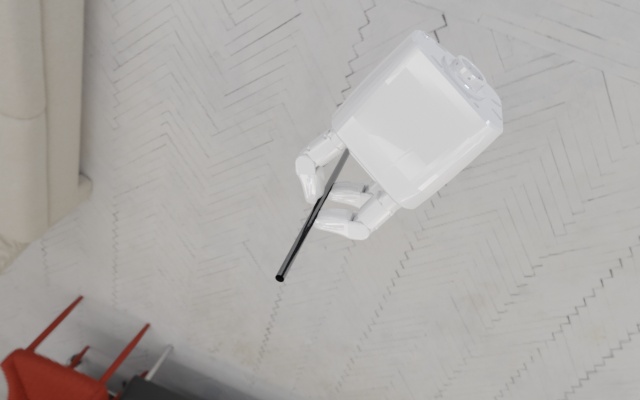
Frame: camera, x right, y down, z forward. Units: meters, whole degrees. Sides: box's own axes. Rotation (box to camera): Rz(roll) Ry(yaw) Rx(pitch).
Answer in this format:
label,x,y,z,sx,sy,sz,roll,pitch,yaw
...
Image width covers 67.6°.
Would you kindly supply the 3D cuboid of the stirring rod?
label,x,y,z,sx,sy,sz,roll,pitch,yaw
stirring rod,0.000,0.001,0.487,0.011,0.011,0.239,0,31,19
